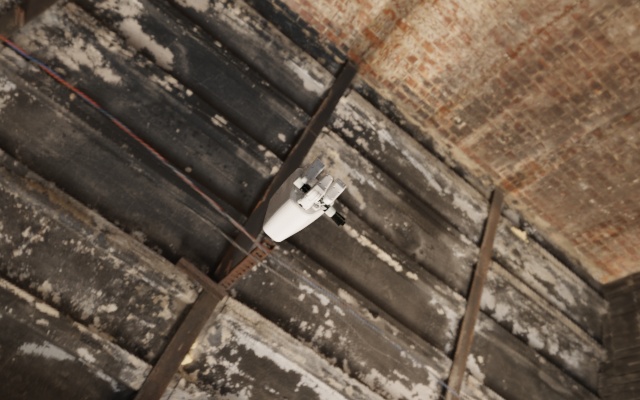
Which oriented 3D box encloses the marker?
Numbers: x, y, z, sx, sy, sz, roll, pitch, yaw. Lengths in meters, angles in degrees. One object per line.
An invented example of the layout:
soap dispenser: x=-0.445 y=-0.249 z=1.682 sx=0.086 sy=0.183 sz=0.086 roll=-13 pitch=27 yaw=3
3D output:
marker: x=0.000 y=0.003 z=0.876 sx=0.121 sy=0.020 sz=0.020 roll=44 pitch=-6 yaw=-6
